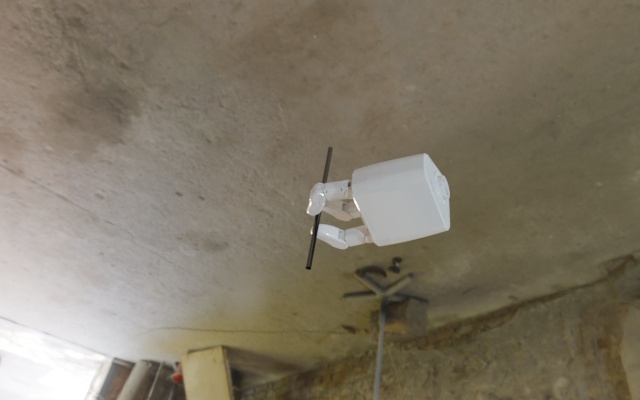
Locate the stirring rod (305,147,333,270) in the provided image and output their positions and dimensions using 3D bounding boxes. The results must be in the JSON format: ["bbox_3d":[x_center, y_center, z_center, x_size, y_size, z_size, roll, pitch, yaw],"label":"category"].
[{"bbox_3d":[0.000,0.002,0.732,0.011,0.239,0.011,6,-40,5],"label":"stirring rod"}]
